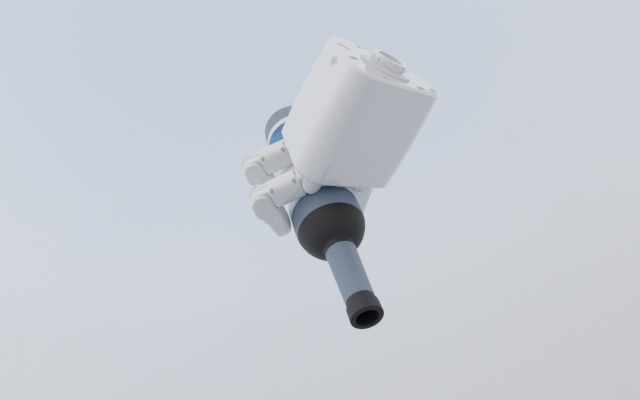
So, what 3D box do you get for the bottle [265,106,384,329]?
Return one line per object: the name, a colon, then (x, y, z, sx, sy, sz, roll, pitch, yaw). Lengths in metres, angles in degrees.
bottle: (0.000, 0.001, 0.475, 0.069, 0.069, 0.295, 0, 37, -18)
